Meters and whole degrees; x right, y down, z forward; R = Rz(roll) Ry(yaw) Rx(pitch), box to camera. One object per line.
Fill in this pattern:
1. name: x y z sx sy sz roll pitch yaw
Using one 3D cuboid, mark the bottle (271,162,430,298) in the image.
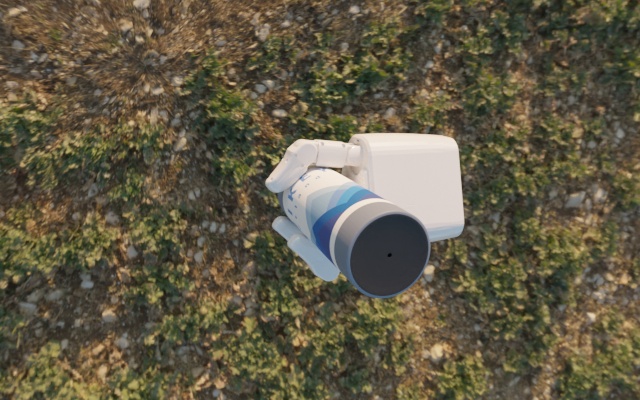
1. bottle: 0.000 0.002 0.470 0.069 0.069 0.295 0 15 -20
